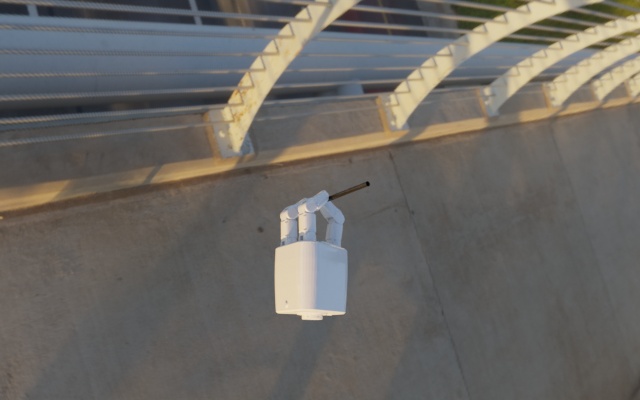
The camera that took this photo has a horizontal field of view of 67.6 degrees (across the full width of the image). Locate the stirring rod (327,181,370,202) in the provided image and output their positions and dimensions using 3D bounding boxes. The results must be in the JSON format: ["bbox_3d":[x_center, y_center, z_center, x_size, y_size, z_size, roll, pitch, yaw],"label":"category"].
[{"bbox_3d":[0.000,0.003,0.802,0.011,0.011,0.239,0,-13,-37],"label":"stirring rod"}]
